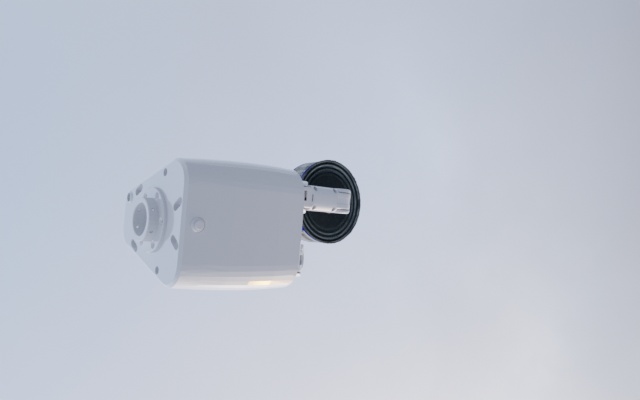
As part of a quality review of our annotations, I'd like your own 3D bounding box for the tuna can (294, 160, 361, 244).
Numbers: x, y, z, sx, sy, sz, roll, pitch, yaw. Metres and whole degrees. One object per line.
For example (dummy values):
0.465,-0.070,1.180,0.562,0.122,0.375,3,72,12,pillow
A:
0.000,0.002,0.499,0.086,0.086,0.034,0,-1,-40,tuna can
